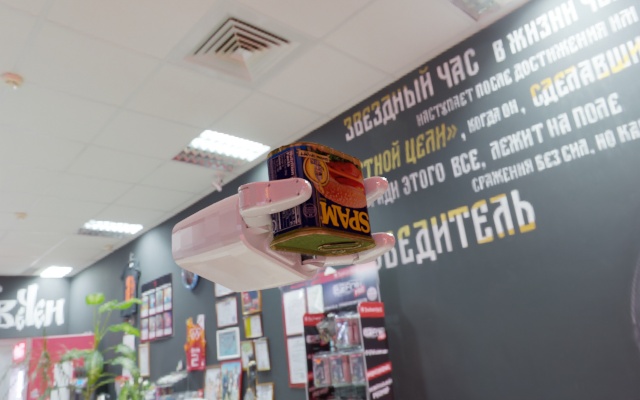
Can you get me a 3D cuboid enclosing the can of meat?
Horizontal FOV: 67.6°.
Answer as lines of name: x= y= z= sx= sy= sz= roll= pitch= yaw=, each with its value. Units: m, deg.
can of meat: x=0.000 y=0.001 z=0.428 sx=0.057 sy=0.084 sz=0.102 roll=-21 pitch=-23 yaw=36
